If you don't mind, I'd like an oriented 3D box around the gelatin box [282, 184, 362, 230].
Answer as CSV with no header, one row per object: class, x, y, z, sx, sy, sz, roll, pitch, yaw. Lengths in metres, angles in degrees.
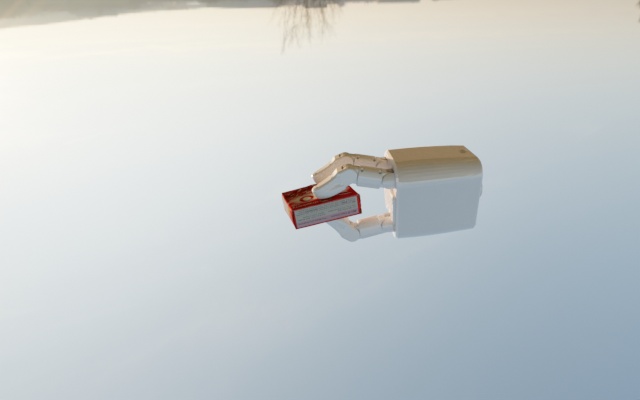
gelatin box,0.000,0.003,0.615,0.089,0.030,0.073,-14,21,-10
